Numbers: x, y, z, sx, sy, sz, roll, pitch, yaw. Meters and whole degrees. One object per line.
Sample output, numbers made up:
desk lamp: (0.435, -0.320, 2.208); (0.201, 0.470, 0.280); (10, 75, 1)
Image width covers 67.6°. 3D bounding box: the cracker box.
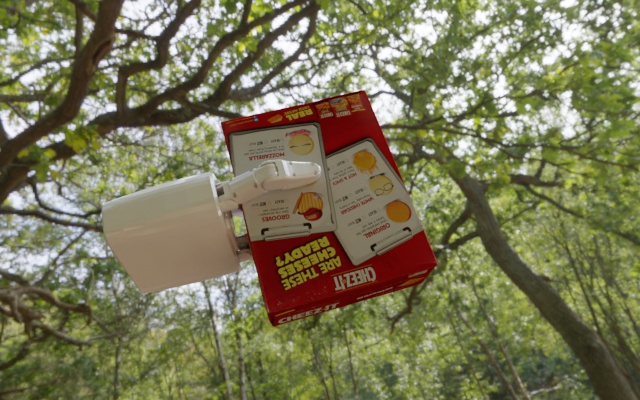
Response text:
cracker box: (0.000, 0.001, 0.497); (0.164, 0.213, 0.072); (-14, -25, -8)
